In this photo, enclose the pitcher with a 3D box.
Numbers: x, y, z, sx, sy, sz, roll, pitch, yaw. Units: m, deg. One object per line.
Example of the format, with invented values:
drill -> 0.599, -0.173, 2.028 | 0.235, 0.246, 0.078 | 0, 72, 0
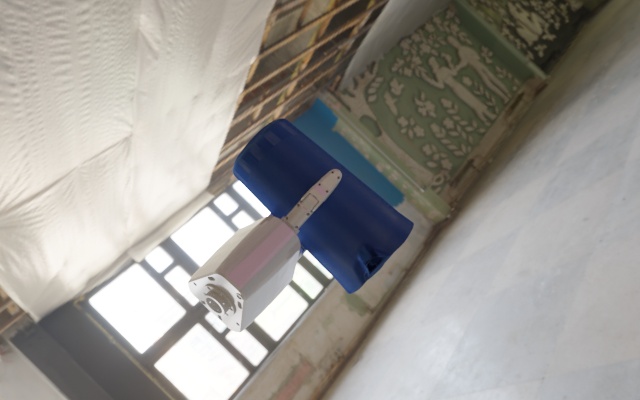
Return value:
pitcher -> 0.000, 0.002, 0.675 | 0.145, 0.243, 0.149 | -46, -1, -36
